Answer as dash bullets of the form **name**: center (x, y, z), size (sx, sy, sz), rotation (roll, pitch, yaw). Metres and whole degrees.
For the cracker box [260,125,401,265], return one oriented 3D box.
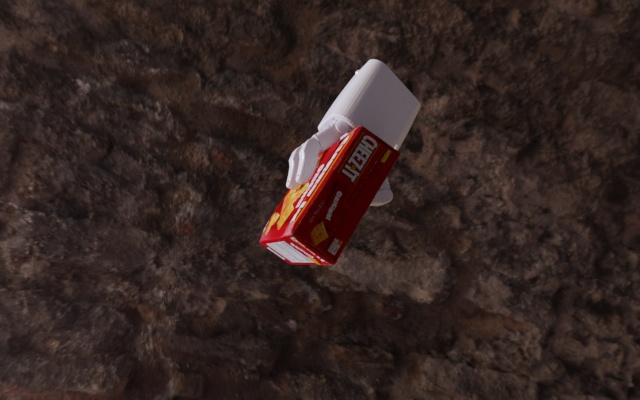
- **cracker box**: center (0.000, 0.002, 0.655), size (0.072, 0.164, 0.214), rotation (35, -15, -10)
